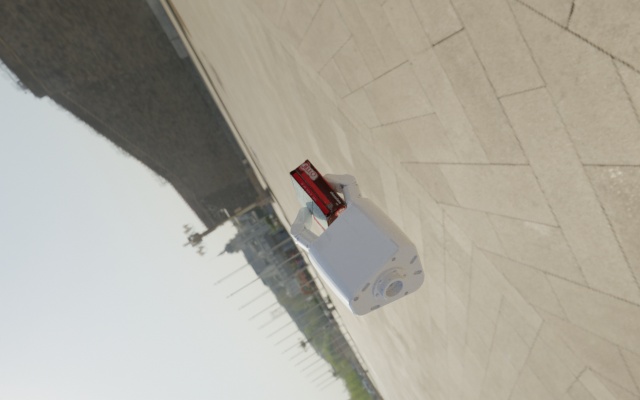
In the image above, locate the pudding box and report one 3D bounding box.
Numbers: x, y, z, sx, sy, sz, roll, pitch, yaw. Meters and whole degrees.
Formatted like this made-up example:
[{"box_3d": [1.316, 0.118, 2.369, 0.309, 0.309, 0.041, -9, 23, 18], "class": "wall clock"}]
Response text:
[{"box_3d": [0.000, 0.002, 0.702, 0.039, 0.090, 0.113, -35, -20, -11], "class": "pudding box"}]
